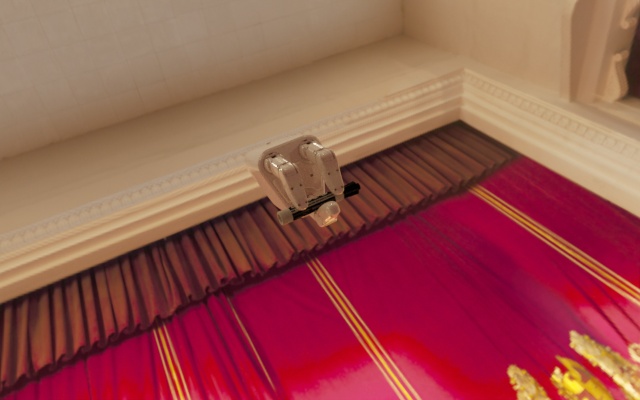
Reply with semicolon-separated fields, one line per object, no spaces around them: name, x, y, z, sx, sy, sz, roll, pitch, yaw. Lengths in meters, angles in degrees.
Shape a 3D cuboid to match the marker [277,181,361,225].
marker;0.000;0.002;0.637;0.121;0.020;0.020;-23;8;-19
